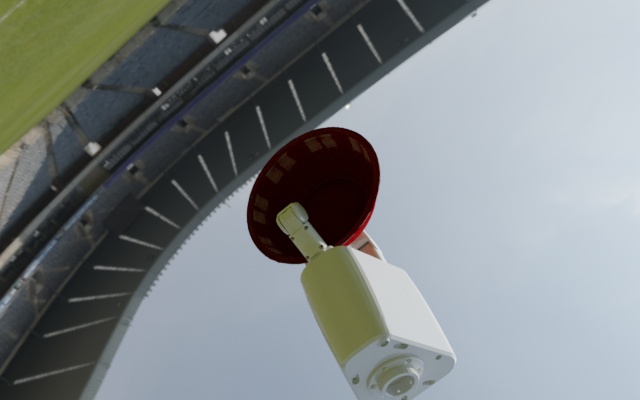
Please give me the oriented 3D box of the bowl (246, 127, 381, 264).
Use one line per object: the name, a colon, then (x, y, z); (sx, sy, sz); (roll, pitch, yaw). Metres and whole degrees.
bowl: (0.000, 0.001, 0.520); (0.162, 0.162, 0.055); (0, -26, 33)
